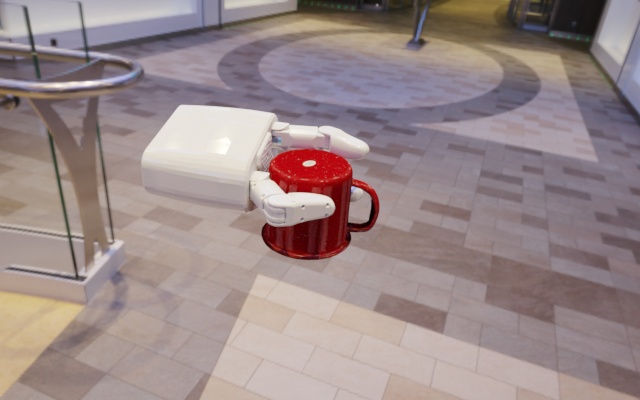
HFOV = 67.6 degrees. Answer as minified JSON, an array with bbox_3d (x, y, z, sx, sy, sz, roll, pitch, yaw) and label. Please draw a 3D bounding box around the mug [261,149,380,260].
[{"bbox_3d":[0.002,0.002,0.473,0.117,0.081,0.093,8,28,7],"label":"mug"}]
